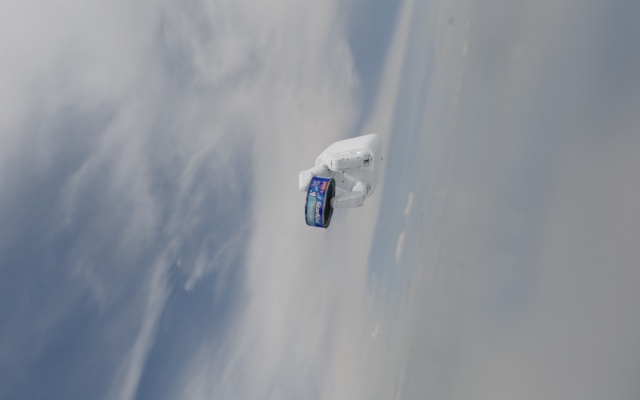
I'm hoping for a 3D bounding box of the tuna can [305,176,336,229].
[{"bbox_3d":[0.000,0.003,0.795,0.034,0.086,0.086,8,1,11],"label":"tuna can"}]
